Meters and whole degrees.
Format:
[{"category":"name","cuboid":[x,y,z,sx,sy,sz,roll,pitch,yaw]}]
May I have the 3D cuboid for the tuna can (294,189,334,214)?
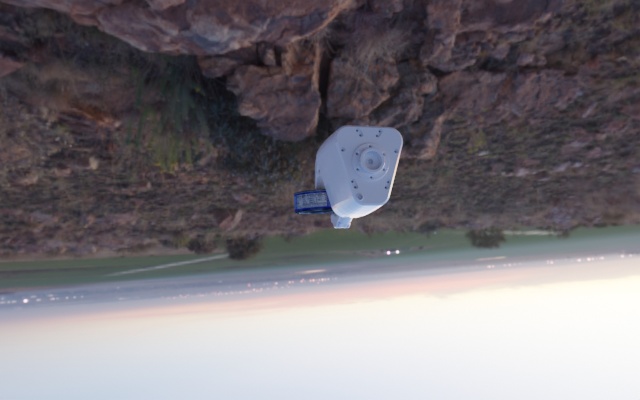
[{"category":"tuna can","cuboid":[0.000,0.003,0.776,0.086,0.033,0.086,-4,-5,0]}]
